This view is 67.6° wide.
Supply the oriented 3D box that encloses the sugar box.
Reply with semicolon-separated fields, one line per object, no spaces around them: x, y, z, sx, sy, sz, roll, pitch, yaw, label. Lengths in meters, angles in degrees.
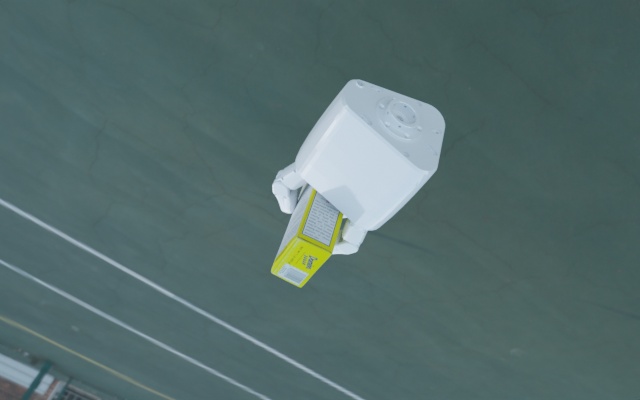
0.001;0.002;0.548;0.048;0.176;0.093;28;-38;-8;sugar box
